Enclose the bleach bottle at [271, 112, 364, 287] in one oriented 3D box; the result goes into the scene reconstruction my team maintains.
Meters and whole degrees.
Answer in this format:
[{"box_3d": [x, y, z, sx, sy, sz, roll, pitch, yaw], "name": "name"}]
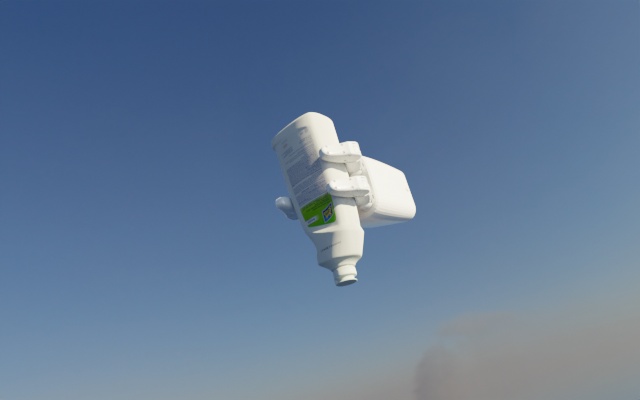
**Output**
[{"box_3d": [0.000, 0.002, 0.686, 0.102, 0.250, 0.068, -33, -30, 35], "name": "bleach bottle"}]
